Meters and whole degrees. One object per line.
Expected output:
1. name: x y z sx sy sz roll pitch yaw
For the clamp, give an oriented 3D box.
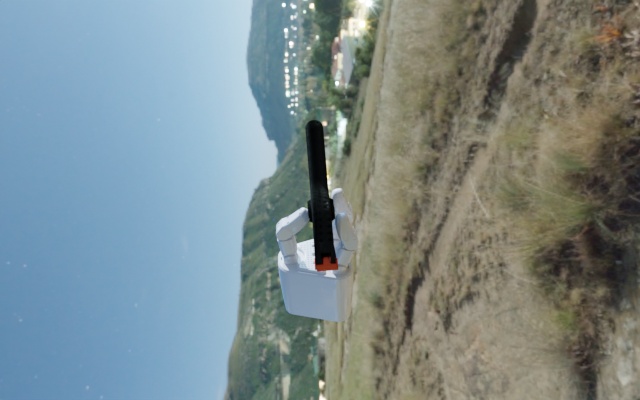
1. clamp: -0.001 0.003 0.646 0.036 0.165 0.209 -6 38 1
